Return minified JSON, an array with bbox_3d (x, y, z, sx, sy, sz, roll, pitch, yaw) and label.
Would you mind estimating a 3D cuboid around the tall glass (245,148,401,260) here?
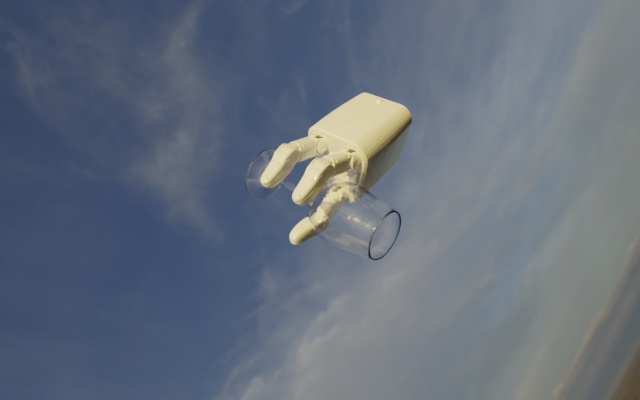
[{"bbox_3d":[-0.001,0.002,0.593,0.201,0.079,0.079,28,16,34],"label":"tall glass"}]
